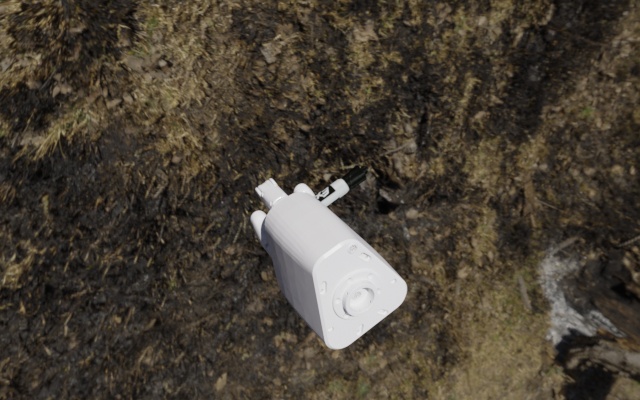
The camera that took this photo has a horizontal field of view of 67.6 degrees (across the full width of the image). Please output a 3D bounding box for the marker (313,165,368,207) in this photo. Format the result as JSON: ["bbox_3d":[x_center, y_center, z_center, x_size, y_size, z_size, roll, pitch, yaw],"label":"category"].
[{"bbox_3d":[0.000,0.002,0.500,0.121,0.020,0.020,-36,7,-10],"label":"marker"}]
